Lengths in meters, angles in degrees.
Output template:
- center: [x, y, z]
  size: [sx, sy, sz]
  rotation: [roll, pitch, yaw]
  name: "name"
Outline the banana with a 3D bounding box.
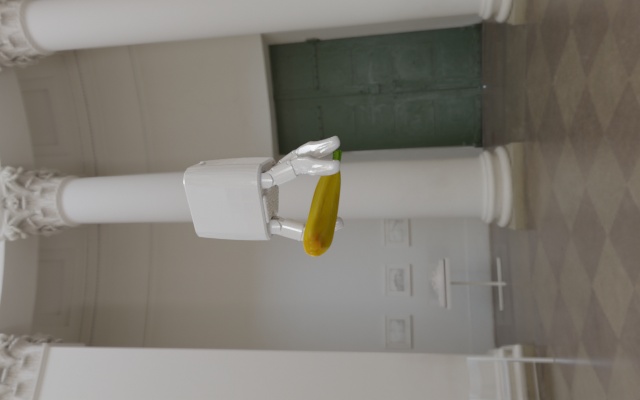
- center: [0.002, 0.014, 0.610]
  size: [0.037, 0.070, 0.197]
  rotation: [2, 39, 8]
  name: "banana"
